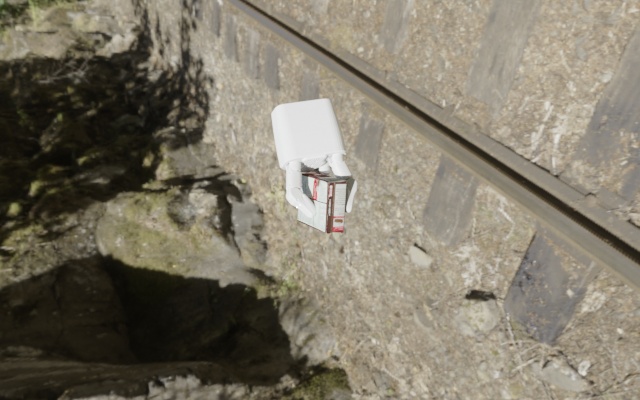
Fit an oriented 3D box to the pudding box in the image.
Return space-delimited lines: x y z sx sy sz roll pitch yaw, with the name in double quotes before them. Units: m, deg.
"pudding box" 0.000 0.003 0.828 0.039 0.090 0.113 -3 11 -27
